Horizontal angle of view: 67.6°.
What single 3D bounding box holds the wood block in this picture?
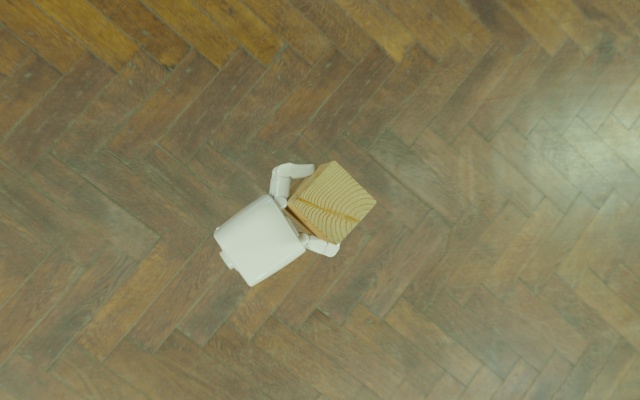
[{"bbox_3d":[0.000,0.003,0.776,0.091,0.090,0.206,44,-8,-9],"label":"wood block"}]
